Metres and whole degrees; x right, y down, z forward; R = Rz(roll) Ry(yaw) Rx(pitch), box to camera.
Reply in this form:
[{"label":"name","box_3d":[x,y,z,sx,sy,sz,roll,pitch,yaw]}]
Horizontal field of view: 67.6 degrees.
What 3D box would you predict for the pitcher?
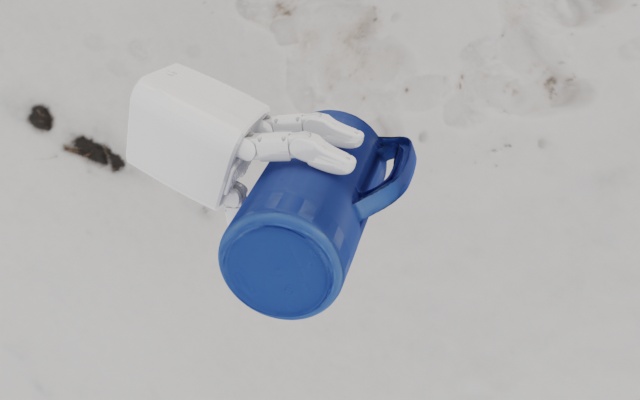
[{"label":"pitcher","box_3d":[0.000,0.002,0.484,0.145,0.149,0.242,27,30,-1]}]
